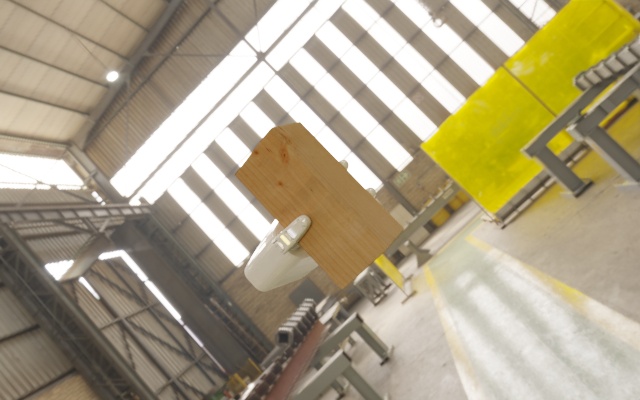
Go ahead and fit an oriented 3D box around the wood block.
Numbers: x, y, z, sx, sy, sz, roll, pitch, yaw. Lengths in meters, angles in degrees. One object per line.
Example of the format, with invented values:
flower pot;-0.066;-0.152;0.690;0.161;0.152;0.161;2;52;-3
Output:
wood block;0.000;0.002;0.634;0.090;0.206;0.091;-47;-7;26
